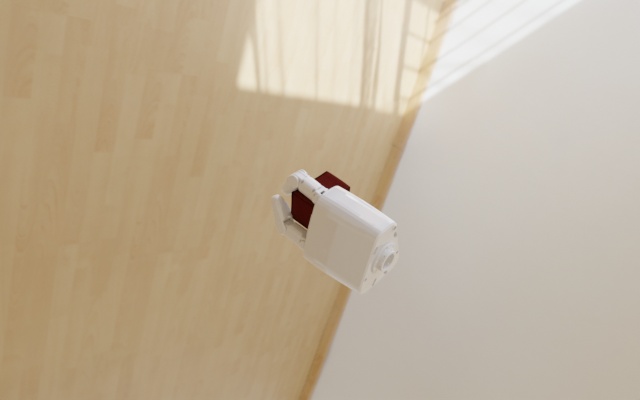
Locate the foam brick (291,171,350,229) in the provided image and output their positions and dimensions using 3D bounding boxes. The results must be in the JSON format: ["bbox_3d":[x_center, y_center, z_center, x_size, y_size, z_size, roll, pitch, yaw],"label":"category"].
[{"bbox_3d":[0.000,0.002,0.717,0.051,0.053,0.078,33,49,29],"label":"foam brick"}]
